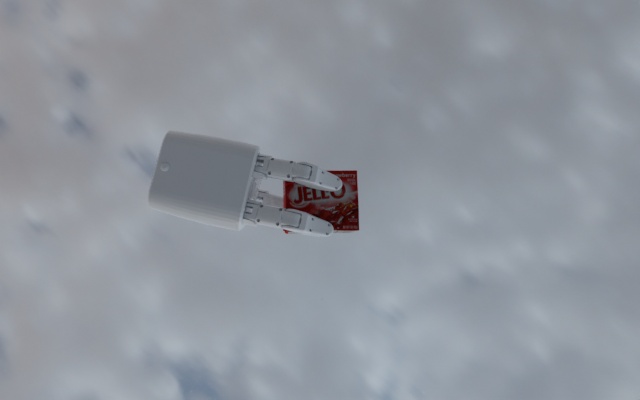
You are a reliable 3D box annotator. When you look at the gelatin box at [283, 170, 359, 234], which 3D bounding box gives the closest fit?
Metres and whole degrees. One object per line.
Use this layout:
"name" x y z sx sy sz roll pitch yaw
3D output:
"gelatin box" 0.000 0.002 0.569 0.089 0.073 0.030 0 -10 -8
